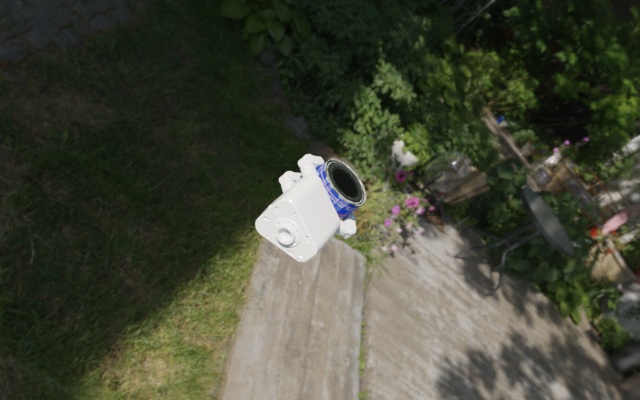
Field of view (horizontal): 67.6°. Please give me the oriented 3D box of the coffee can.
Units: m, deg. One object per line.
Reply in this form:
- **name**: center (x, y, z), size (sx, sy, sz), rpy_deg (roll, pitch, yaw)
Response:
- **coffee can**: center (0.000, 0.003, 0.895), size (0.140, 0.102, 0.103), rpy_deg (-39, -23, 31)
